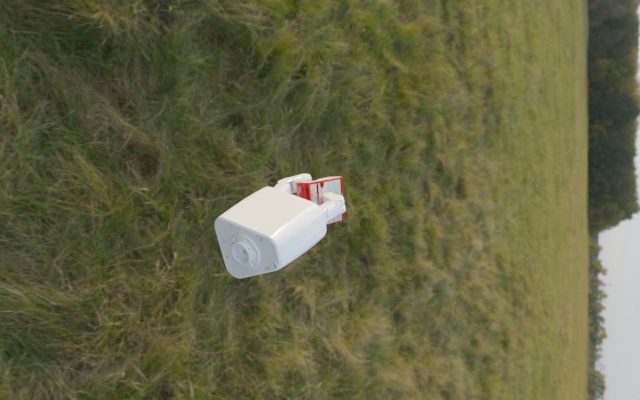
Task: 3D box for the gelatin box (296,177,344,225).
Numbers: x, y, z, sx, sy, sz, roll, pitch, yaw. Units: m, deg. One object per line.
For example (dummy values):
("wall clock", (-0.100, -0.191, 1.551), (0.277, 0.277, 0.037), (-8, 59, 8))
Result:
("gelatin box", (0.001, 0.002, 0.765), (0.030, 0.073, 0.089), (3, 11, 39))
